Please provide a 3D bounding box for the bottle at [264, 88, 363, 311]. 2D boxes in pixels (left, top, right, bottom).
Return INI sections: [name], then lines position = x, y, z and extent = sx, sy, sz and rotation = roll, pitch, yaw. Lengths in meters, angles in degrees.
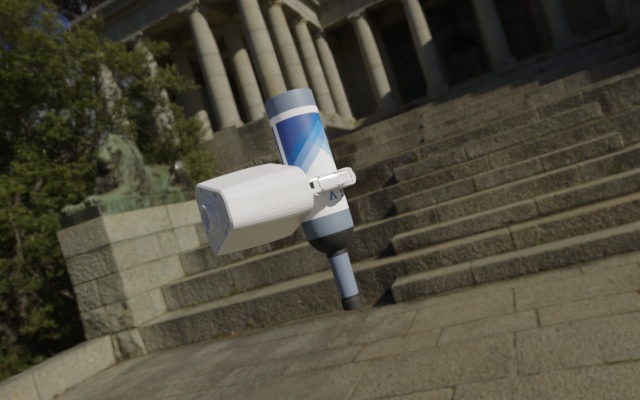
[bottle]
position = 0.000, 0.002, 0.639
extent = 0.069, 0.295, 0.069
rotation = -17, -1, 0
